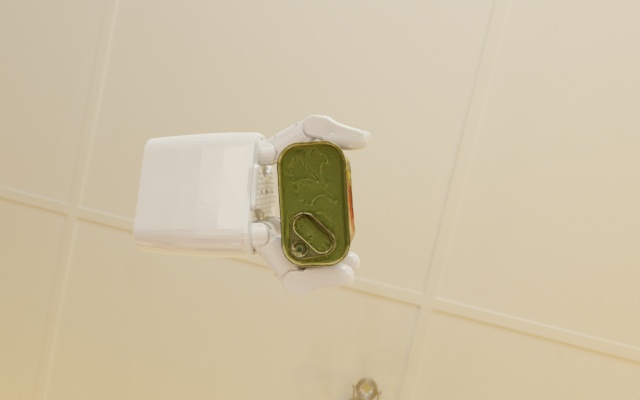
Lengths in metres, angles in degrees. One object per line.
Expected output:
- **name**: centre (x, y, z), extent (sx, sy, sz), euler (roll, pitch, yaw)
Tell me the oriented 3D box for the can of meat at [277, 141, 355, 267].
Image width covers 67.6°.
- **can of meat**: centre (0.000, 0.001, 0.427), extent (0.057, 0.102, 0.084), euler (-3, 2, 8)
